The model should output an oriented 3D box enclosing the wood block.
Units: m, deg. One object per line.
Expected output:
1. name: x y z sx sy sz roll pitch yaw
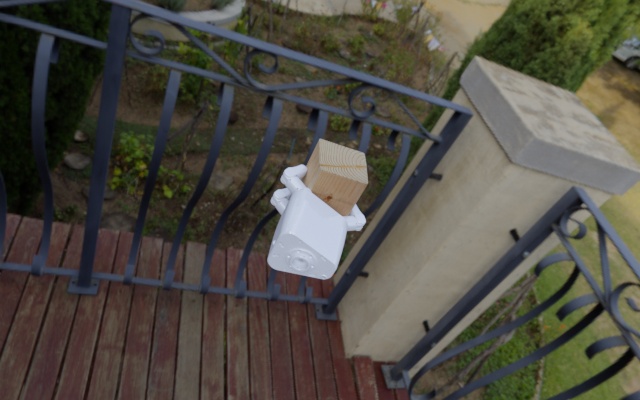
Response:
1. wood block: 0.000 0.003 0.877 0.091 0.206 0.090 17 40 -15
